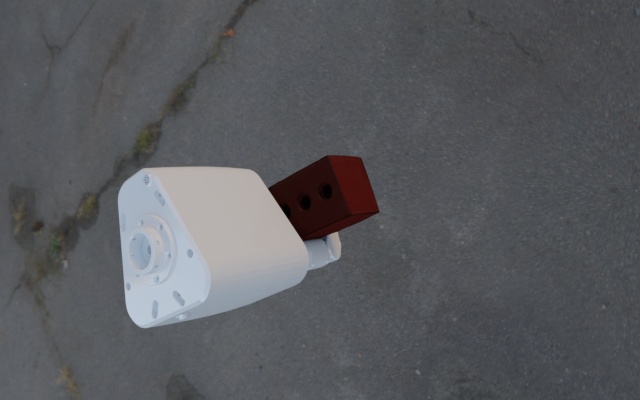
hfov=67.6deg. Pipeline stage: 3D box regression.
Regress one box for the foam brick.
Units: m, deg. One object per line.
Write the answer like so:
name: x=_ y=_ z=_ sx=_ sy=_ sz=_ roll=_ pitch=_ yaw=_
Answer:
foam brick: x=0.000 y=0.001 z=0.406 sx=0.078 sy=0.053 sz=0.051 roll=-27 pitch=-14 yaw=31
